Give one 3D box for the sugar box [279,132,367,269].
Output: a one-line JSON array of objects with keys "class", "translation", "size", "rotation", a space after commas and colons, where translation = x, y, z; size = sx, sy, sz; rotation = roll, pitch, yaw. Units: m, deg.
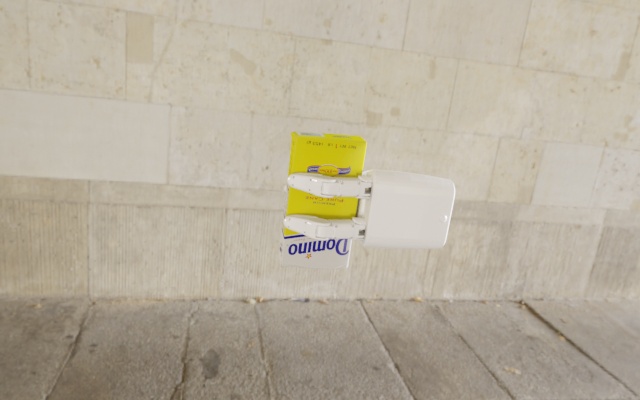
[{"class": "sugar box", "translation": [0.000, 0.002, 0.621], "size": [0.093, 0.176, 0.048], "rotation": [3, 15, -10]}]
